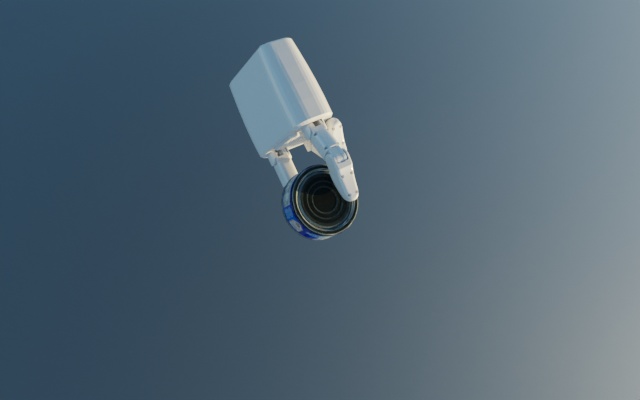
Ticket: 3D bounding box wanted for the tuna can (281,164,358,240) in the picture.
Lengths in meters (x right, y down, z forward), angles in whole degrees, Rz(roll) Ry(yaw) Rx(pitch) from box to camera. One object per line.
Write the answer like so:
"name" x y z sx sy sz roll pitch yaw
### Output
"tuna can" 0.000 0.002 0.556 0.086 0.086 0.034 0 -11 -24
